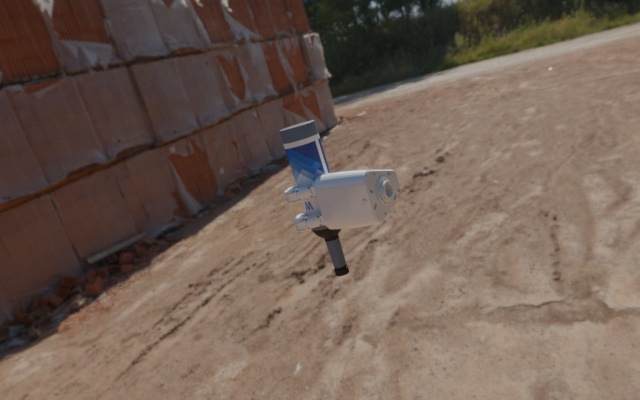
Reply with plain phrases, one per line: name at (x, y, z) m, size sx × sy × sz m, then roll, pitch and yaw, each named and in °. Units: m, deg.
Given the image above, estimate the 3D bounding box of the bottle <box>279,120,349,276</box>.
bottle at (0.000, 0.003, 0.886) m, size 0.069 × 0.296 × 0.069 m, roll -16°, pitch 13°, yaw 4°
